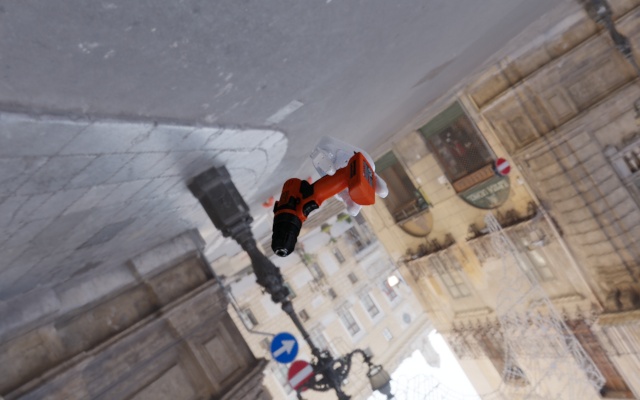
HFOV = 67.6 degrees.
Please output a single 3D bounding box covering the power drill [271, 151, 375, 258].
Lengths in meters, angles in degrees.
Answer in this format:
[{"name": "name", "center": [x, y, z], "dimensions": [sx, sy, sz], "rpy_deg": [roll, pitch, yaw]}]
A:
[{"name": "power drill", "center": [0.001, 0.002, 0.818], "dimensions": [0.188, 0.184, 0.057], "rpy_deg": [-22, -54, 23]}]
